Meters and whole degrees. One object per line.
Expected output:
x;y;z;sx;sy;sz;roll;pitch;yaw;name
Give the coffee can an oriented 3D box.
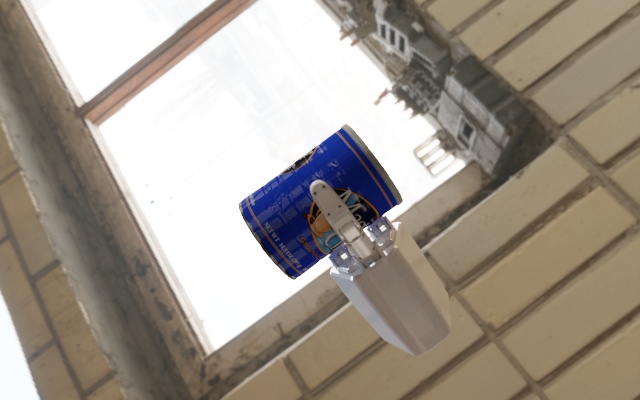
0.000;0.001;0.503;0.140;0.103;0.103;-36;-2;2;coffee can
